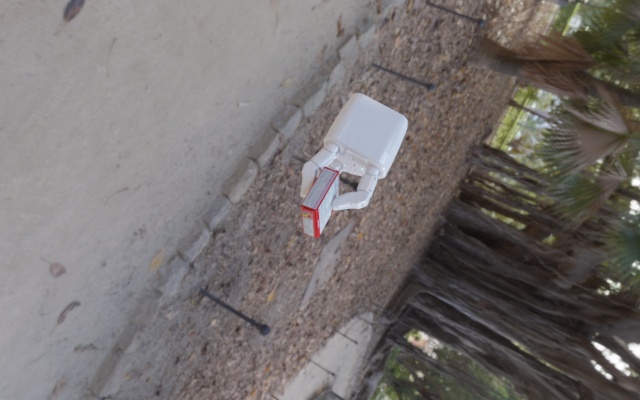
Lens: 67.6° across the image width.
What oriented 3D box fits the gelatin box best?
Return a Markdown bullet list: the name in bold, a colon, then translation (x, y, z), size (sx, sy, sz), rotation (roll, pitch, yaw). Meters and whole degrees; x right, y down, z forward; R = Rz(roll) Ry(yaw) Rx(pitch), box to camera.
- **gelatin box**: translation (0.000, 0.003, 0.753), size (0.030, 0.089, 0.073), rotation (19, -35, 15)
